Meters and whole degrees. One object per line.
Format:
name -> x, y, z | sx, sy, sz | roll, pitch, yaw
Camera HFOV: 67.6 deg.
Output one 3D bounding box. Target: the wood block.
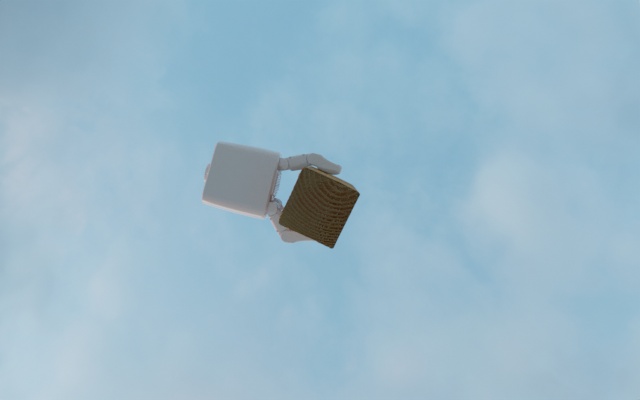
wood block -> 0.000, 0.002, 0.765 | 0.090, 0.091, 0.206 | 25, 5, -1
